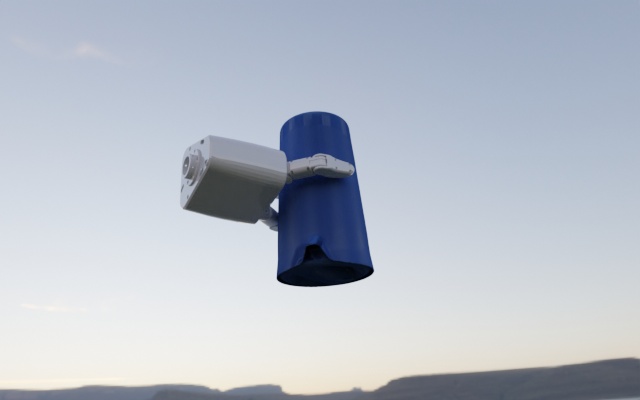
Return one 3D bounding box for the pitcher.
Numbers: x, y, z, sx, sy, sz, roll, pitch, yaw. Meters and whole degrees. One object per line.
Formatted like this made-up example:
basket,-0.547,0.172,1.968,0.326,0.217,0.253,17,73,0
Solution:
pitcher,0.000,0.002,0.702,0.145,0.242,0.149,11,-27,-31
